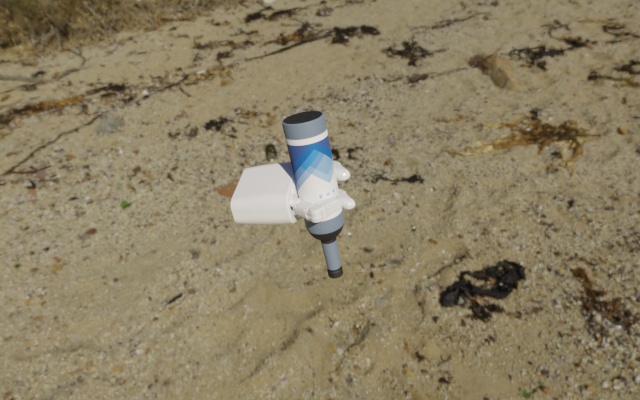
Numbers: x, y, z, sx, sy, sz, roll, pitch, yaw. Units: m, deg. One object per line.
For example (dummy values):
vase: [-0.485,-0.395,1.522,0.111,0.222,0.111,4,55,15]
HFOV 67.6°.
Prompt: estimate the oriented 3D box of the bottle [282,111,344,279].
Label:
bottle: [0.000,0.002,0.796,0.069,0.296,0.069,-10,25,5]
